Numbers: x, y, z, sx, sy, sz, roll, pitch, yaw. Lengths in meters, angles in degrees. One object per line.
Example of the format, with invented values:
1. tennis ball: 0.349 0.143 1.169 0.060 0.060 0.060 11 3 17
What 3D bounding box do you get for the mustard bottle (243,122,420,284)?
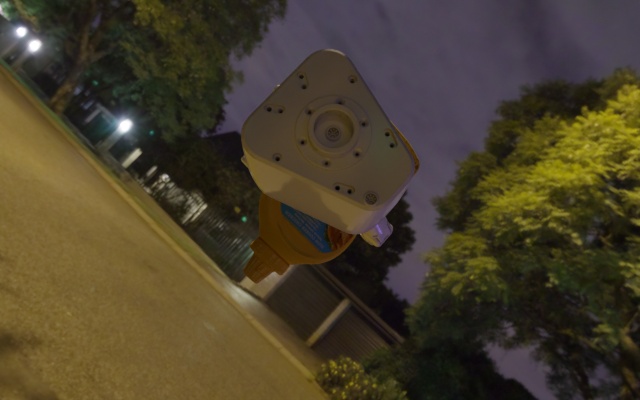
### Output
1. mustard bottle: 0.000 0.001 0.449 0.096 0.191 0.058 46 -8 -20
